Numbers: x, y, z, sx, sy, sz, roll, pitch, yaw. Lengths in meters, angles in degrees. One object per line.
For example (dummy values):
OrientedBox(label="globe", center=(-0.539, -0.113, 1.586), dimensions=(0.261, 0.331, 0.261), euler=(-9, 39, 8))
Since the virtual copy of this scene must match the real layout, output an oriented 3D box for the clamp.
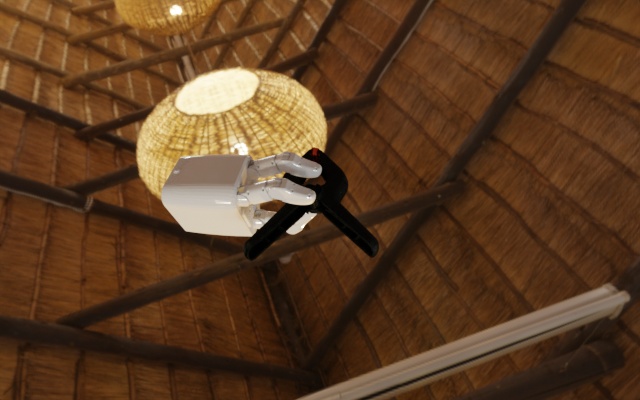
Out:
OrientedBox(label="clamp", center=(0.000, 0.002, 0.642), dimensions=(0.164, 0.036, 0.209), euler=(4, 43, 8))
